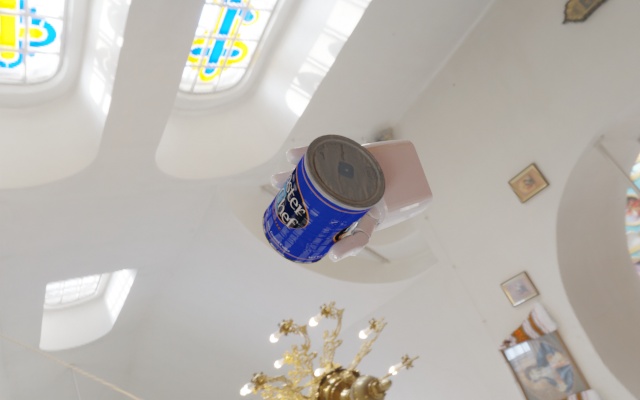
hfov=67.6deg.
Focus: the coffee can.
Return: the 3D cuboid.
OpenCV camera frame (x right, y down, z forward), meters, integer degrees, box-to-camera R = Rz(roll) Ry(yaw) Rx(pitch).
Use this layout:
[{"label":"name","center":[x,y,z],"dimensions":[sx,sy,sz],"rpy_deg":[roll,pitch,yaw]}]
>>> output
[{"label":"coffee can","center":[0.000,0.002,0.591],"dimensions":[0.103,0.102,0.140],"rpy_deg":[0,-32,-31]}]
